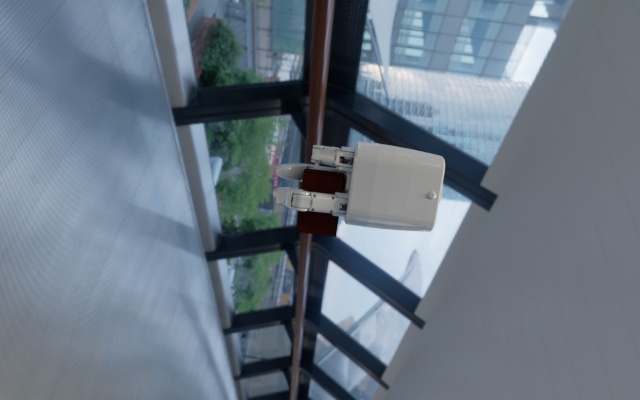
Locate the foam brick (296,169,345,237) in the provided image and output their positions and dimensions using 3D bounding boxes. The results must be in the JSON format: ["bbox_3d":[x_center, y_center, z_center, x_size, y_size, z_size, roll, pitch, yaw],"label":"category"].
[{"bbox_3d":[0.000,0.002,0.600,0.051,0.078,0.053,8,8,-1],"label":"foam brick"}]
